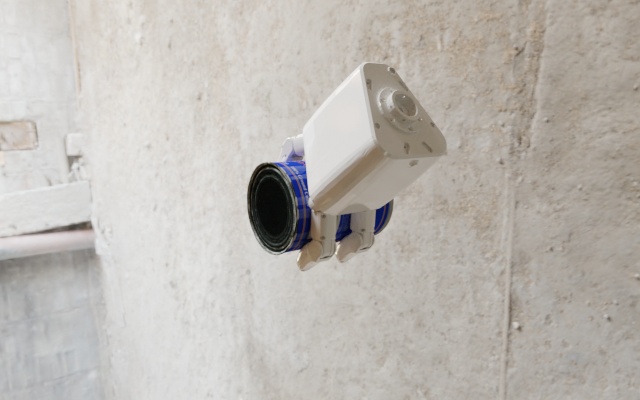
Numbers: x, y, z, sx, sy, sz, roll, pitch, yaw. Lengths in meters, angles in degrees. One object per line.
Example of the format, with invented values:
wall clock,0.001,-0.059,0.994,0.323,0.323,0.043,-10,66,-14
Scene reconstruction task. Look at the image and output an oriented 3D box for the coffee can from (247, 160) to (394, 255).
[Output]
coffee can,0.000,0.002,0.559,0.140,0.103,0.103,-8,5,-37
